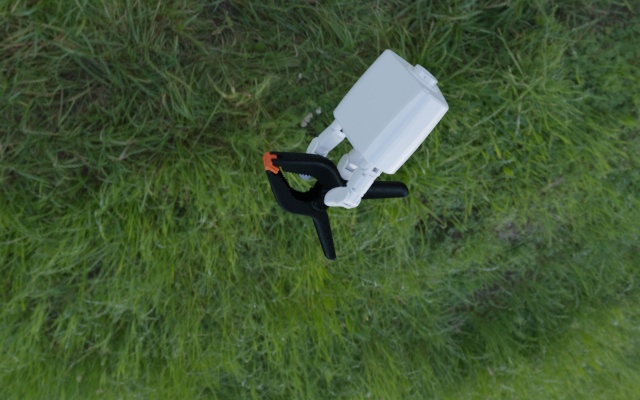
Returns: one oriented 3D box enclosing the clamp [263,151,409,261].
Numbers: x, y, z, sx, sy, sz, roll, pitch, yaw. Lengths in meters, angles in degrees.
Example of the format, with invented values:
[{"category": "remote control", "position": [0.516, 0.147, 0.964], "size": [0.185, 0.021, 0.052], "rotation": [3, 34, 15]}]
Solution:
[{"category": "clamp", "position": [0.000, 0.002, 0.665], "size": [0.210, 0.165, 0.036], "rotation": [25, 27, -30]}]
